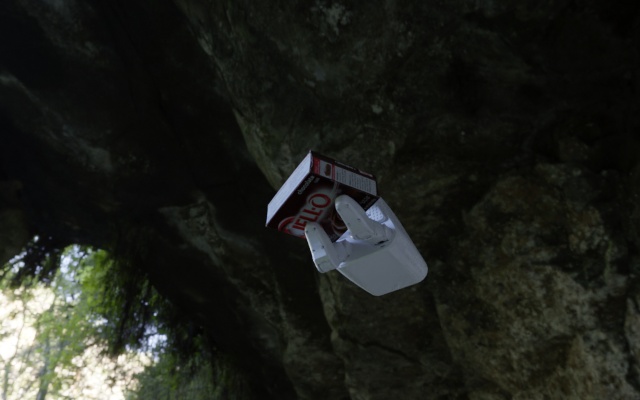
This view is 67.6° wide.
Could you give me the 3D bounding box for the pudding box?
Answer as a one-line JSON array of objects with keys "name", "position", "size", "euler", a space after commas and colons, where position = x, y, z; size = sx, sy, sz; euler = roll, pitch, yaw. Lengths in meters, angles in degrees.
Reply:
[{"name": "pudding box", "position": [0.000, 0.002, 0.554], "size": [0.090, 0.039, 0.113], "euler": [18, -45, -23]}]
